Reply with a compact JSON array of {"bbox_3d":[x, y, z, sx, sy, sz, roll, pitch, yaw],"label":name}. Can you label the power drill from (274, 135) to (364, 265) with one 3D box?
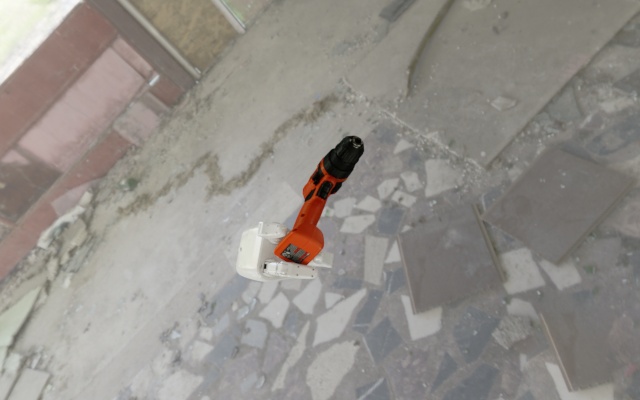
[{"bbox_3d":[0.000,0.003,0.758,0.057,0.187,0.184,29,-36,-6],"label":"power drill"}]
